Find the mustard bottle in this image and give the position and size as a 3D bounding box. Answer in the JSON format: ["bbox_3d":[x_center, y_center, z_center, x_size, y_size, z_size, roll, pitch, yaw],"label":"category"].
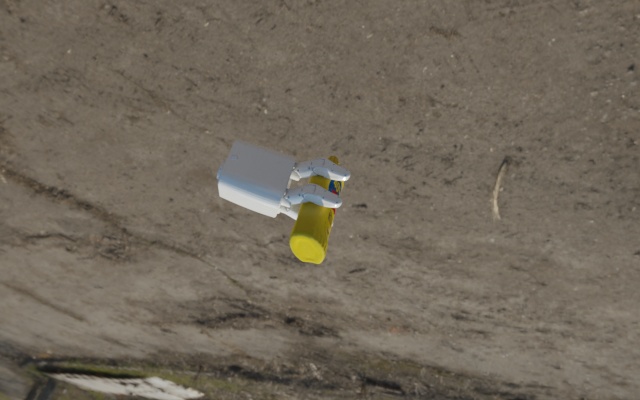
[{"bbox_3d":[0.000,0.003,0.805,0.058,0.191,0.096,6,-34,15],"label":"mustard bottle"}]
